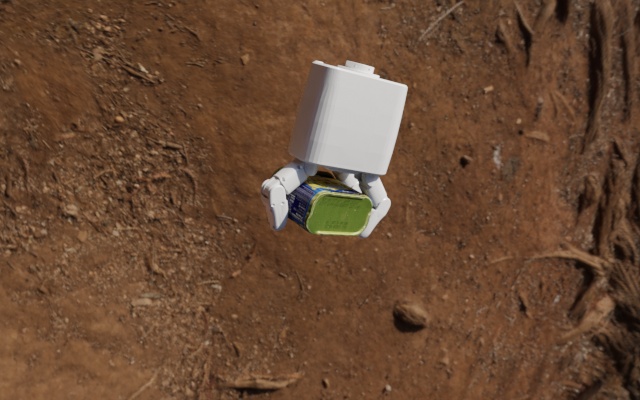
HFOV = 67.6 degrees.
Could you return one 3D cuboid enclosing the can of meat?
[{"bbox_3d":[0.000,0.002,0.573,0.102,0.057,0.084,5,18,-41],"label":"can of meat"}]
